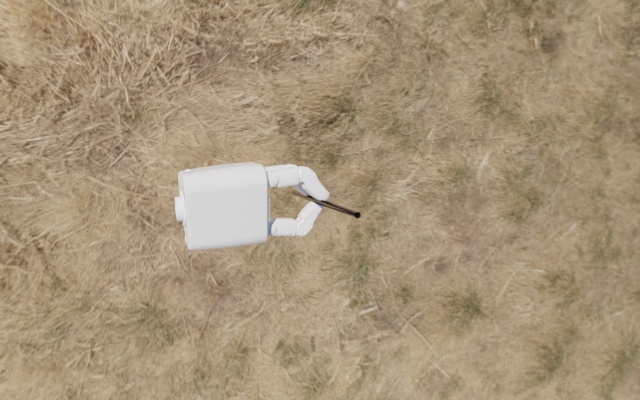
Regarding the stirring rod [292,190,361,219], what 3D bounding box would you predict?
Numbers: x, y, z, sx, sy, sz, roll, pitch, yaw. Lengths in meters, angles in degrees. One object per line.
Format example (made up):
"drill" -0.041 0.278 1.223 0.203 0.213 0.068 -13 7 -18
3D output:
"stirring rod" 0.000 0.002 0.667 0.011 0.011 0.239 0 7 -21
